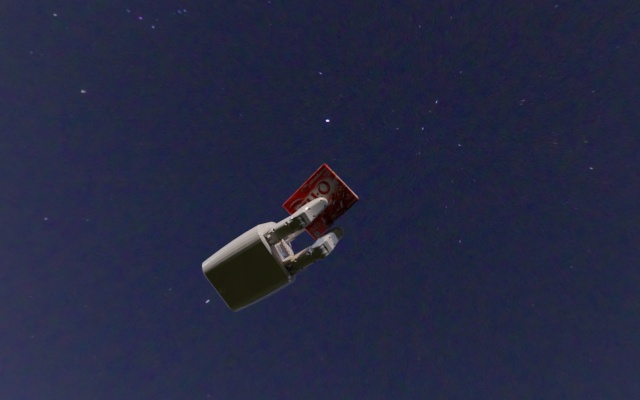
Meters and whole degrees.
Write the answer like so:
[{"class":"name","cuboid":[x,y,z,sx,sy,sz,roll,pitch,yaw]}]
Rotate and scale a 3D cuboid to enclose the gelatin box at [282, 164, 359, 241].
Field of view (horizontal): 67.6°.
[{"class":"gelatin box","cuboid":[0.000,0.002,0.703,0.089,0.073,0.030,-44,0,4]}]
